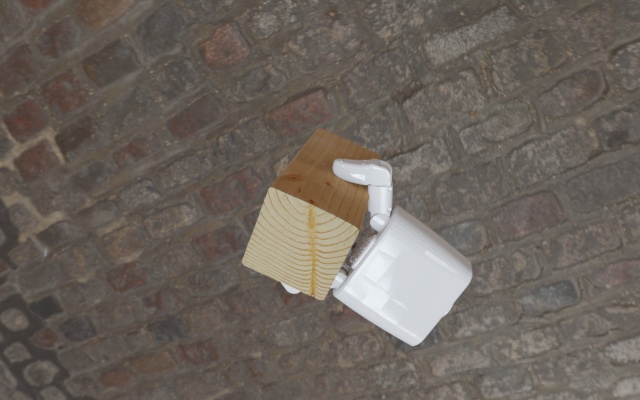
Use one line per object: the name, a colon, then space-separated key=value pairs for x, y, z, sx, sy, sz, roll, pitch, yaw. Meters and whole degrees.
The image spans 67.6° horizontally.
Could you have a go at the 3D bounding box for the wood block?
wood block: x=0.001 y=0.002 z=0.527 sx=0.090 sy=0.091 sz=0.206 roll=25 pitch=26 yaw=1
